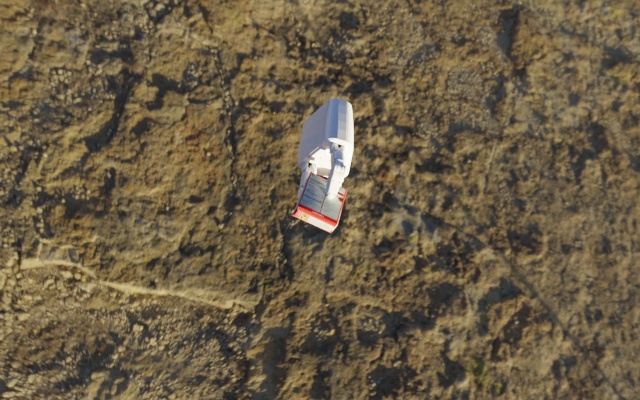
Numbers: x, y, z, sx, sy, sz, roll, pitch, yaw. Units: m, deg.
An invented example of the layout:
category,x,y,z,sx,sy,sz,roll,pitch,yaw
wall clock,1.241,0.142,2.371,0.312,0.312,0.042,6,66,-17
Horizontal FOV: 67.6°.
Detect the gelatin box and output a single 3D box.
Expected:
category,x,y,z,sx,sy,sz,roll,pitch,yaw
gelatin box,0.000,0.003,0.818,0.073,0.089,0.030,25,-43,-8
